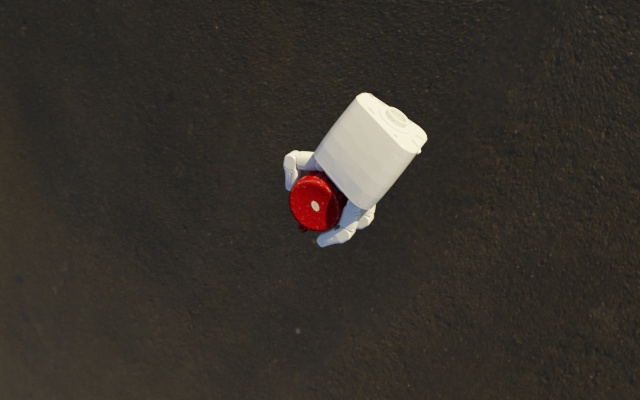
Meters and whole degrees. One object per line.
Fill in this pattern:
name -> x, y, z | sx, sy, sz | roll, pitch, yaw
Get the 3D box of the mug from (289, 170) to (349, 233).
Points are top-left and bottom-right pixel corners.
mug -> -0.001, 0.003, 0.698 | 0.093, 0.117, 0.081 | 40, 33, 6
